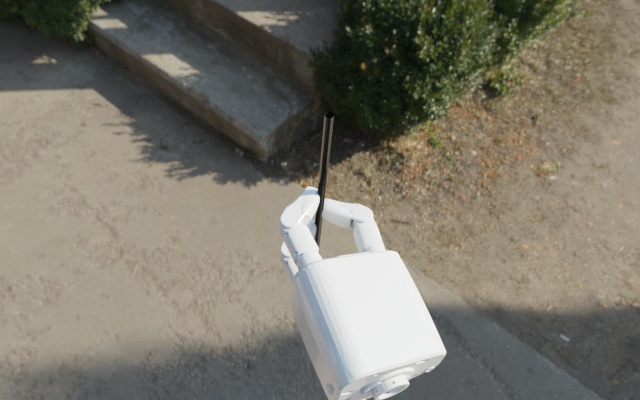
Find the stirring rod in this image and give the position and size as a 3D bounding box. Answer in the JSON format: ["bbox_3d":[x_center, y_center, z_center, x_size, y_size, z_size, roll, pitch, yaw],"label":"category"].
[{"bbox_3d":[0.000,0.002,0.491,0.011,0.011,0.240,0,-37,-4],"label":"stirring rod"}]
